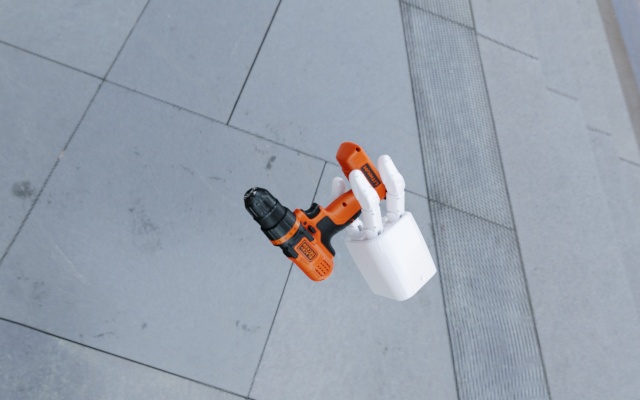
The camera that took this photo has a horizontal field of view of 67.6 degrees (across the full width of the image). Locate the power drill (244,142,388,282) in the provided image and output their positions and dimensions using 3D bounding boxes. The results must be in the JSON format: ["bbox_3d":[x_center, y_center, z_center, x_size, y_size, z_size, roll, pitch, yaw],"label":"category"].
[{"bbox_3d":[0.001,0.002,0.704,0.184,0.187,0.057,51,-13,-30],"label":"power drill"}]
